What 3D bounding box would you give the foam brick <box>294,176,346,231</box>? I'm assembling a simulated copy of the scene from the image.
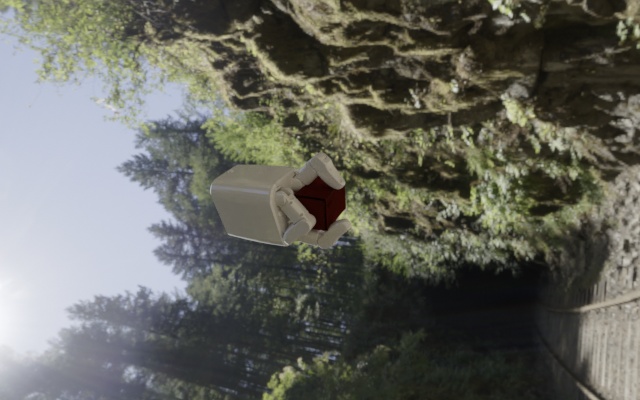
[{"bbox_3d":[0.000,0.002,0.708,0.051,0.053,0.078,7,27,22],"label":"foam brick"}]
